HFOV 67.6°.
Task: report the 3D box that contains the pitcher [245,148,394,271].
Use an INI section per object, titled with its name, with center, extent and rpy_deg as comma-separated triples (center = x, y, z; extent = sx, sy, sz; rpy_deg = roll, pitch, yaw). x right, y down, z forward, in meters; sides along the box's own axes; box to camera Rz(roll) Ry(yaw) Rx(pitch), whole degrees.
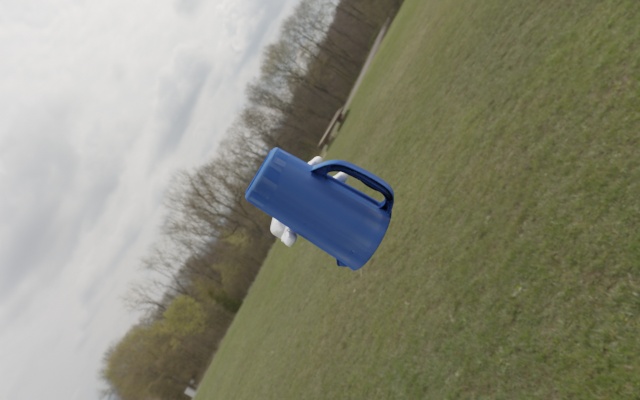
[pitcher]
center = 0.000, 0.003, 0.844
extent = 0.243, 0.149, 0.145
rpy_deg = 31, -16, -9
